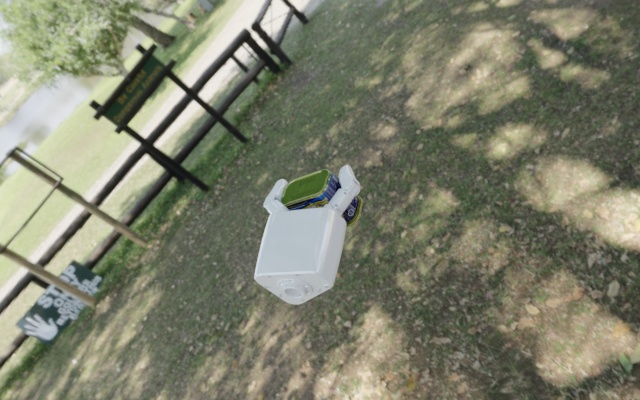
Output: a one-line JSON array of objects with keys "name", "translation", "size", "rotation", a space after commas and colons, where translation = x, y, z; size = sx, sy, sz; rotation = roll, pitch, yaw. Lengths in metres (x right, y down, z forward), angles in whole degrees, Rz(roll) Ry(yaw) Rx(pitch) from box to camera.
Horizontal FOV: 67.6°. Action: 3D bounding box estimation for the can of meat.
[{"name": "can of meat", "translation": [0.000, 0.002, 0.750], "size": [0.102, 0.057, 0.084], "rotation": [-17, -46, 38]}]
